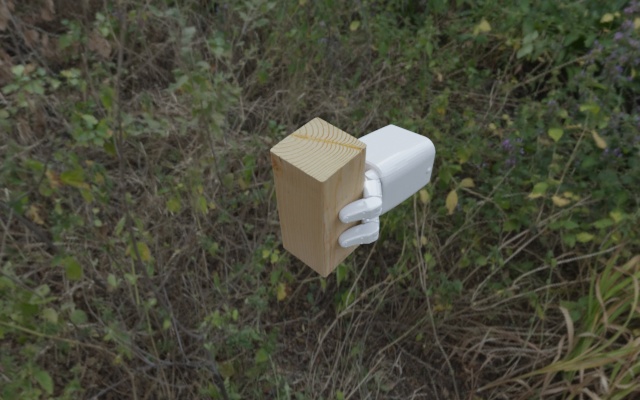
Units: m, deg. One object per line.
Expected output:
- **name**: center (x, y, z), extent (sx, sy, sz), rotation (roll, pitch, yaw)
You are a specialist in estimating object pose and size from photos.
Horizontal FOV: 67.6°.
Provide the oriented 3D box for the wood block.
- **wood block**: center (0.000, 0.002, 0.673), extent (0.090, 0.206, 0.090), rotation (33, 57, 27)
